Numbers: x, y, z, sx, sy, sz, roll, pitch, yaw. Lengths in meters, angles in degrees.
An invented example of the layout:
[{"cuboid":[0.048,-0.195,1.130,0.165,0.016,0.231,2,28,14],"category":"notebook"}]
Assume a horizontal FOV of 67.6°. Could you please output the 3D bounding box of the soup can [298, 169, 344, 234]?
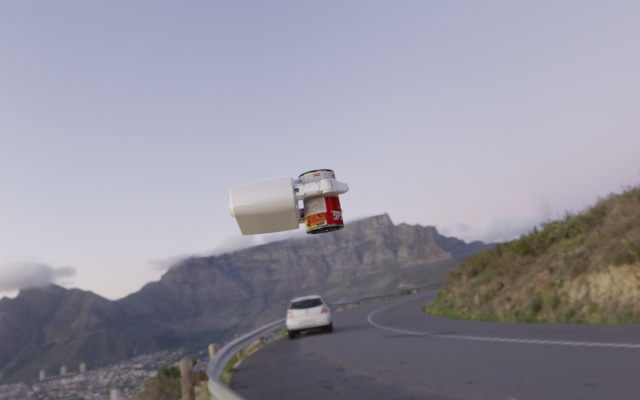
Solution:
[{"cuboid":[0.001,0.002,0.840,0.068,0.102,0.068,-9,-12,-2],"category":"soup can"}]
